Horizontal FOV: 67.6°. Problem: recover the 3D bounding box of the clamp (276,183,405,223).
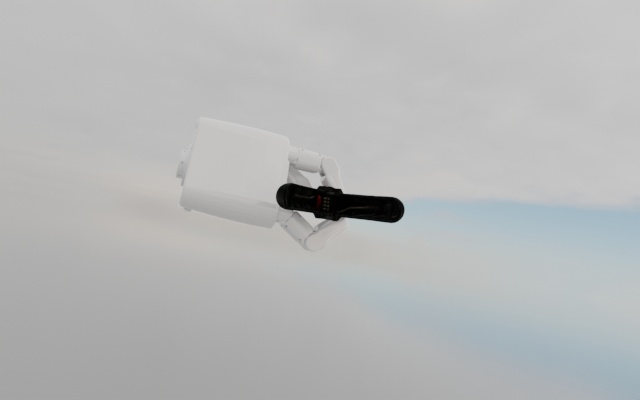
[{"bbox_3d":[0.000,0.001,0.505,0.120,0.039,0.171,14,-6,-17],"label":"clamp"}]
